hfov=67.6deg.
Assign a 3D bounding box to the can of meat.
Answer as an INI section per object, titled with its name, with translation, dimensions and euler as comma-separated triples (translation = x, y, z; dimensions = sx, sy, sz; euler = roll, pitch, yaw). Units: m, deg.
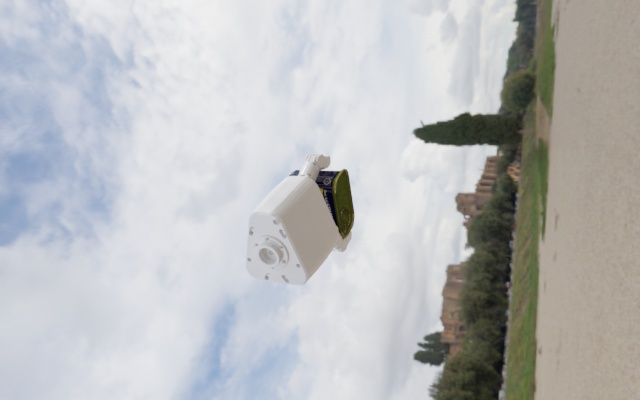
[can of meat]
translation = 0.000, 0.002, 0.730
dimensions = 0.084, 0.102, 0.057
euler = 3, 32, 23
